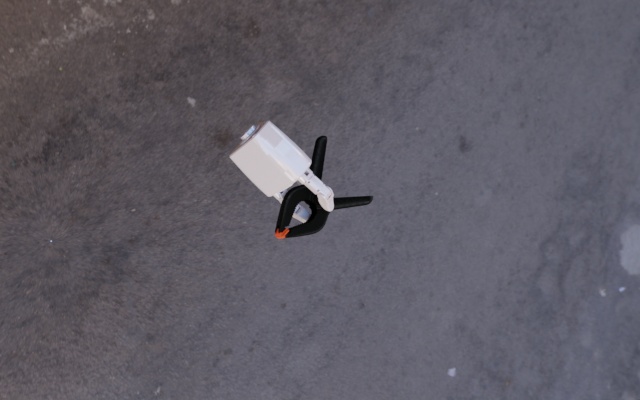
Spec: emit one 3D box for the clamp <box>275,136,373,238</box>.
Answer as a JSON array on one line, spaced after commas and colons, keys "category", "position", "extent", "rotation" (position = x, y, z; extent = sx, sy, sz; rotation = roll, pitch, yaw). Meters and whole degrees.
[{"category": "clamp", "position": [0.000, 0.003, 0.897], "extent": [0.164, 0.210, 0.036], "rotation": [44, -23, -15]}]
